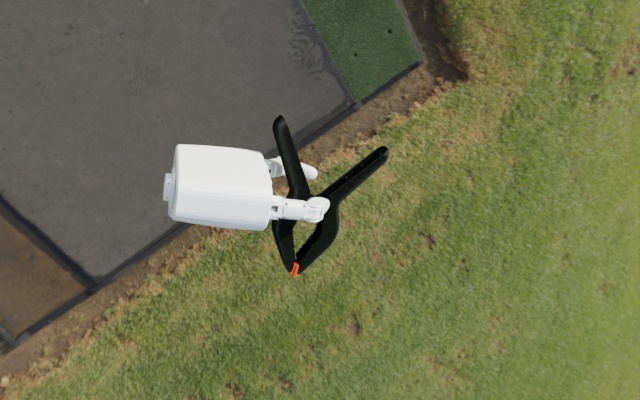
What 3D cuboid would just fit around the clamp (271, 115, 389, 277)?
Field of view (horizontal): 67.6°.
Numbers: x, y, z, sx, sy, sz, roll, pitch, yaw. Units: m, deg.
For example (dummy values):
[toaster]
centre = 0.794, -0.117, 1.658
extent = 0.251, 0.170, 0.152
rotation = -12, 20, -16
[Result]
[clamp]
centre = 0.000, 0.003, 0.637
extent = 0.164, 0.210, 0.036
rotation = 6, 16, -20
